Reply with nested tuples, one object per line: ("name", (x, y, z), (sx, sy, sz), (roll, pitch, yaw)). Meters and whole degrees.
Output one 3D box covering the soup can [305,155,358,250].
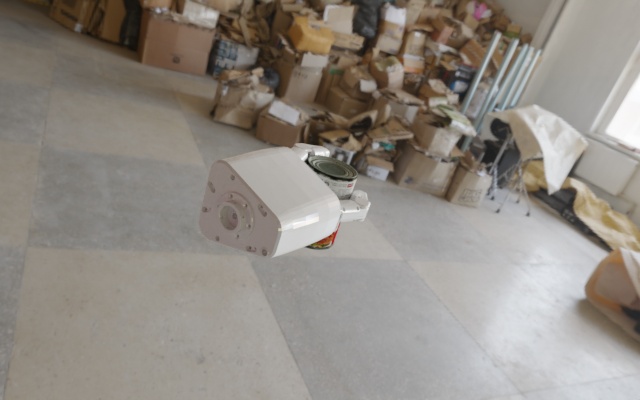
("soup can", (0.001, 0.002, 0.607), (0.068, 0.102, 0.068), (16, 24, -7))
